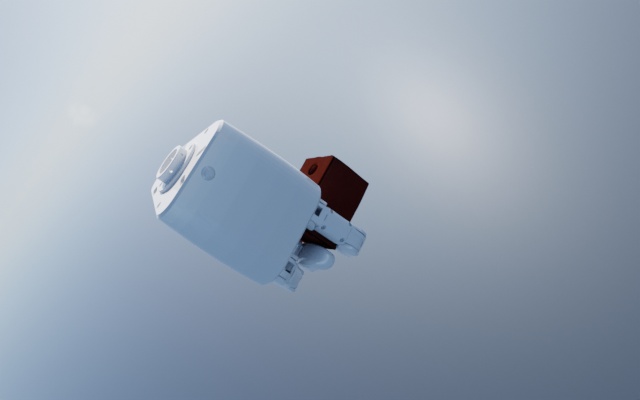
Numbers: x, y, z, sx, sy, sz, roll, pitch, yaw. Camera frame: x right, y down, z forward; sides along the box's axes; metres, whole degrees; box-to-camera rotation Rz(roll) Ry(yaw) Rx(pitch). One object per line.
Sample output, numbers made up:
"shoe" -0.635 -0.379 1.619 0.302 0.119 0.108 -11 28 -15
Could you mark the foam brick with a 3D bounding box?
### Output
"foam brick" 0.000 0.001 0.466 0.051 0.078 0.053 36 -18 -26
